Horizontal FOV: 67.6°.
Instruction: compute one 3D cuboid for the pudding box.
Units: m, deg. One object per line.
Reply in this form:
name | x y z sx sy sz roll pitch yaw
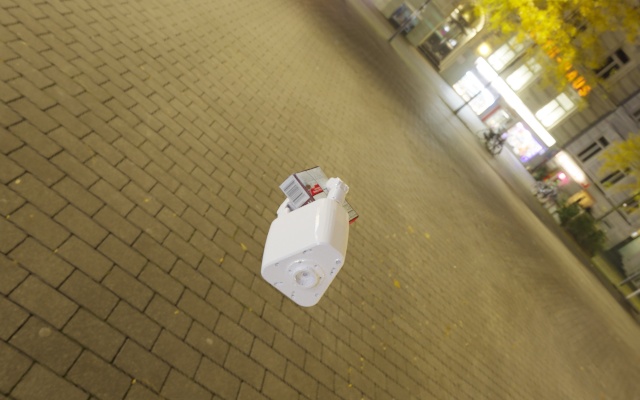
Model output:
pudding box | 0.000 0.002 0.756 0.039 0.113 0.090 -41 -8 27
